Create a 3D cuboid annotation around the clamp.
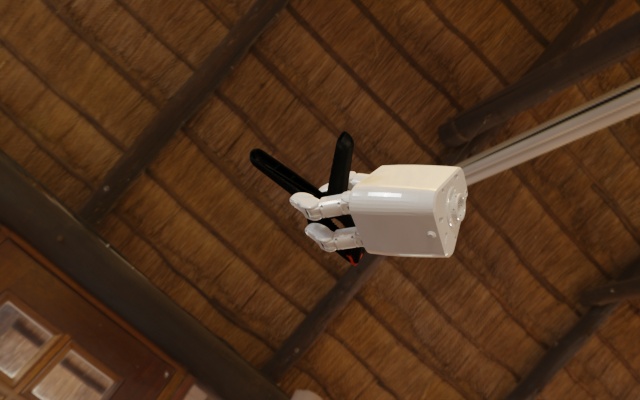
[{"bbox_3d":[0.001,0.002,0.647,0.164,0.210,0.036,3,41,36],"label":"clamp"}]
